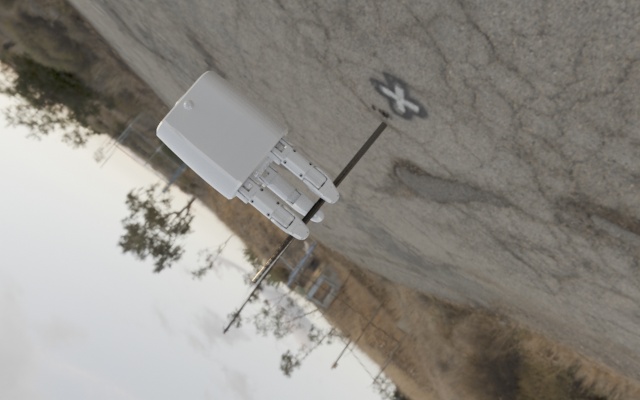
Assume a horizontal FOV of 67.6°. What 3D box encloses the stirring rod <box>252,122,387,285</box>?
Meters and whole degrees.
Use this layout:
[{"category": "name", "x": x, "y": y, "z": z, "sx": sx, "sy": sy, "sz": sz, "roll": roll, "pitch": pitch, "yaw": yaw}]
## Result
[{"category": "stirring rod", "x": 0.000, "y": 0.002, "z": 0.558, "sx": 0.011, "sy": 0.239, "sz": 0.011, "roll": 39, "pitch": -4, "yaw": 3}]
